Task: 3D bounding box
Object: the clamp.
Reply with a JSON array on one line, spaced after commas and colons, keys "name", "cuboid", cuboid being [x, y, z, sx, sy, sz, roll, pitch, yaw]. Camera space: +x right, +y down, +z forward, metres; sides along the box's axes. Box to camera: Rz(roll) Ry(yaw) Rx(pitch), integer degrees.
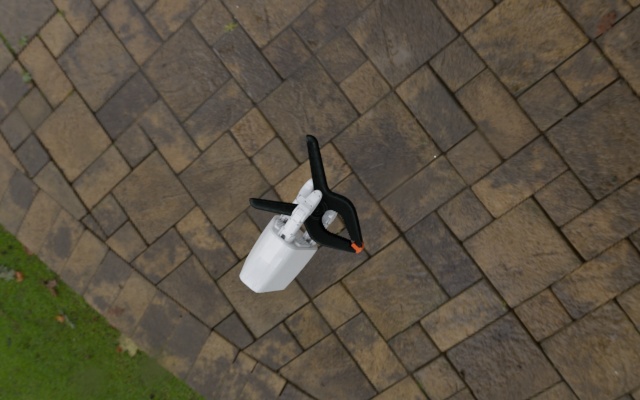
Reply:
[{"name": "clamp", "cuboid": [0.000, 0.003, 0.813, 0.210, 0.164, 0.036, 38, 14, 7]}]
